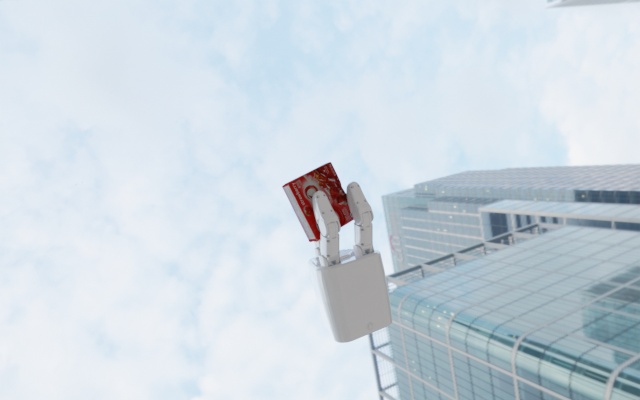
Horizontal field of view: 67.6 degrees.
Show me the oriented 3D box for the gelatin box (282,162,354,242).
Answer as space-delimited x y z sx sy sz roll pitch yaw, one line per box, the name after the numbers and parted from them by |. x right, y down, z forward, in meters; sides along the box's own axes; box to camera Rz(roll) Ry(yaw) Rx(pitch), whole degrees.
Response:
0.000 0.002 0.656 0.073 0.089 0.030 -28 5 -25 | gelatin box
